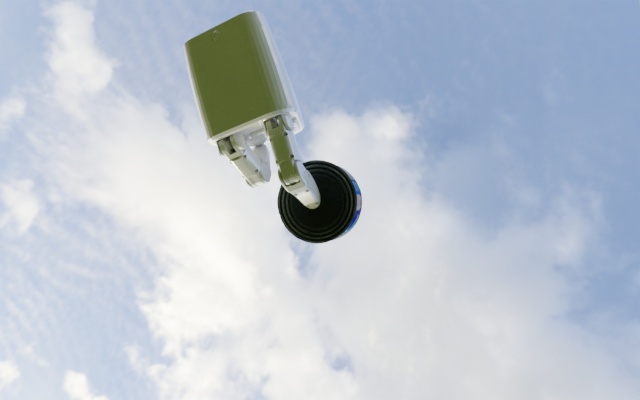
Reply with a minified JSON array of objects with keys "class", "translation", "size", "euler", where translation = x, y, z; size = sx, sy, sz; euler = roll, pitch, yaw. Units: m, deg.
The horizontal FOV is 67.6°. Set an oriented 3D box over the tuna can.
[{"class":"tuna can","translation":[0.000,0.002,0.505],"size":[0.086,0.086,0.034],"euler":[0,-1,17]}]
